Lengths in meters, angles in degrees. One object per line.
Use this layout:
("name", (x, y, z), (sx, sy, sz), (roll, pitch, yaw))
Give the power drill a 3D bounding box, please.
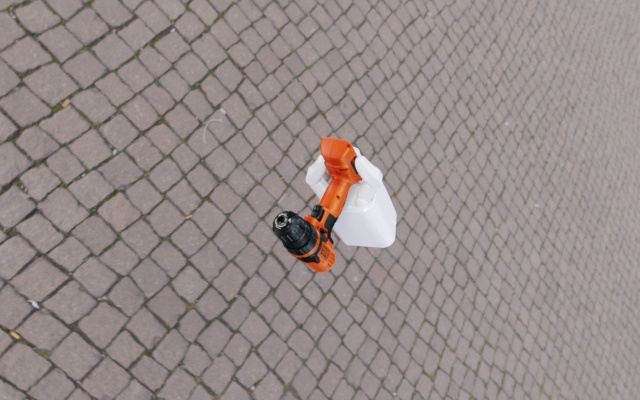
("power drill", (0.000, 0.002, 0.724), (0.057, 0.187, 0.184), (15, -18, 24))
